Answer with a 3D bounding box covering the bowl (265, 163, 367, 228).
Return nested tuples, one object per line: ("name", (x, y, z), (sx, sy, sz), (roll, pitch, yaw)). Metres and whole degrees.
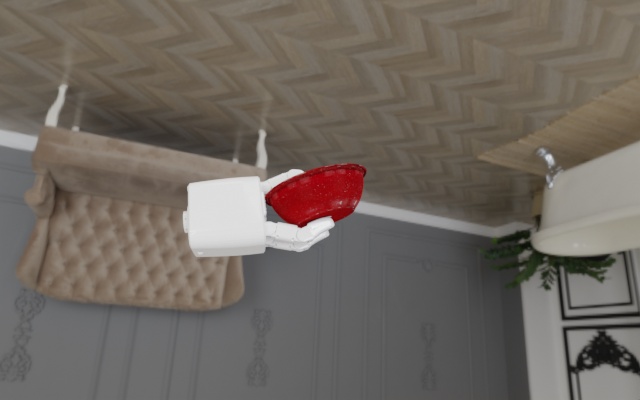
("bowl", (0.002, 0.002, 0.718), (0.162, 0.055, 0.162), (-16, -15, -4))
